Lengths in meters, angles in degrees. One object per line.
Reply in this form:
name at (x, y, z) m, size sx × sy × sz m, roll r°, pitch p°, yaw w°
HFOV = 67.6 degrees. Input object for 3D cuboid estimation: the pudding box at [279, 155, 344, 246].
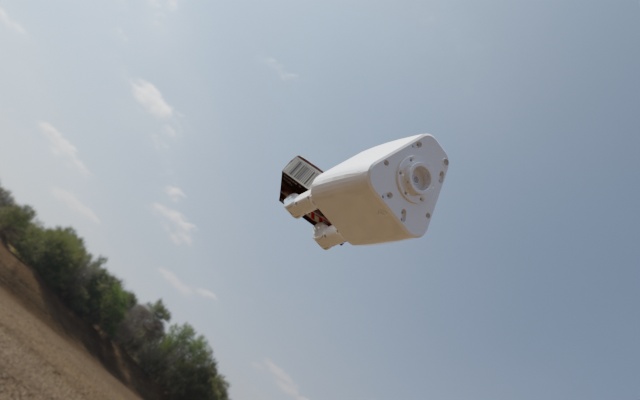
pudding box at (0.000, 0.002, 0.631) m, size 0.113 × 0.039 × 0.090 m, roll 37°, pitch -25°, yaw 10°
